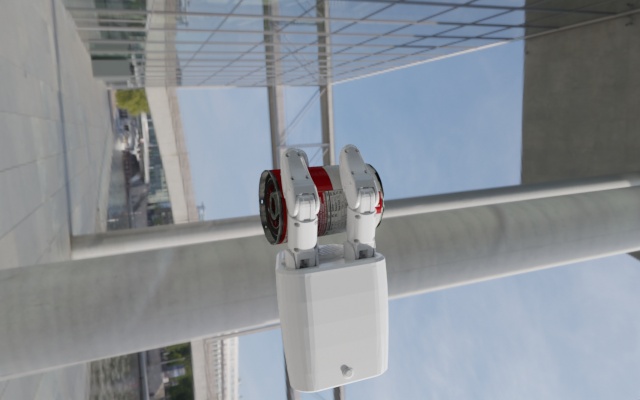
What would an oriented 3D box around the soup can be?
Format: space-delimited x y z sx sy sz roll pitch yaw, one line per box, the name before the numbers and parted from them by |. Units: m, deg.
soup can | 0.000 0.001 0.446 0.102 0.068 0.068 -6 2 -21
